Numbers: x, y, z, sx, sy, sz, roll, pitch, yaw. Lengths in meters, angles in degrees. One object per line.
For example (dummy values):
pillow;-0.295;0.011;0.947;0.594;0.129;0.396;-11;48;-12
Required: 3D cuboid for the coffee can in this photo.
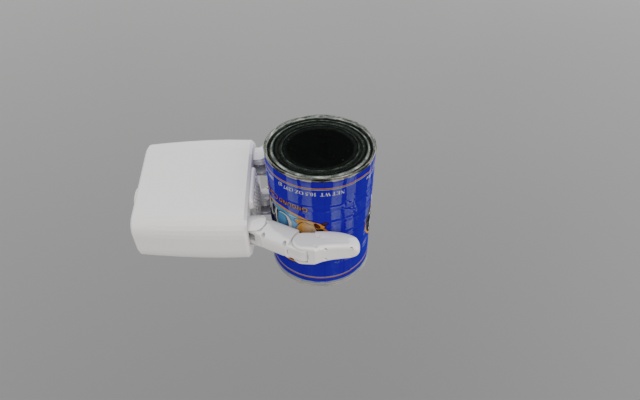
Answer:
coffee can;0.000;0.002;0.476;0.103;0.140;0.102;0;42;0
